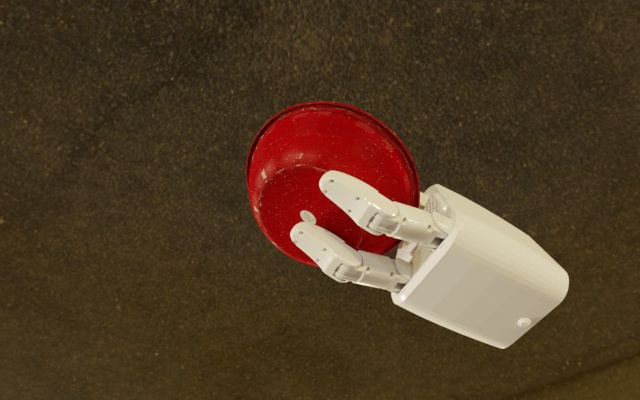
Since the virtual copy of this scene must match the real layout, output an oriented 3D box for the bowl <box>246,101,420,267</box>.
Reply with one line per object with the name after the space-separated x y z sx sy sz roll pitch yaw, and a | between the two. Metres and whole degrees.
-0.001 0.001 0.407 0.162 0.162 0.055 0 27 20 | bowl
